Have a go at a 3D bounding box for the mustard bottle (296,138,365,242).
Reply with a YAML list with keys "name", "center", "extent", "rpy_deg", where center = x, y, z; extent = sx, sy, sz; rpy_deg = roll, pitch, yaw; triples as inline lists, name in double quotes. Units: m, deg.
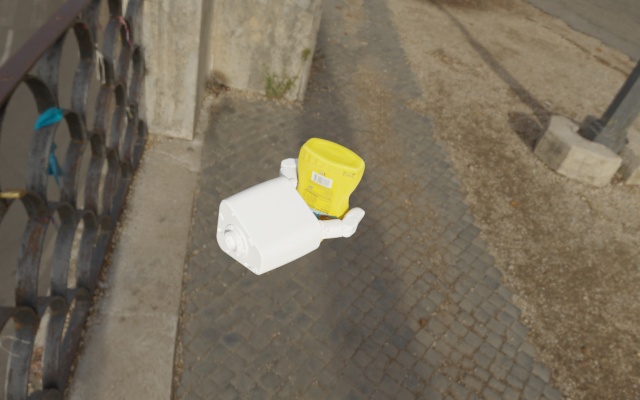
- name: "mustard bottle"
  center: [0.000, 0.002, 0.750]
  extent: [0.096, 0.192, 0.058]
  rpy_deg: [25, 40, 12]
